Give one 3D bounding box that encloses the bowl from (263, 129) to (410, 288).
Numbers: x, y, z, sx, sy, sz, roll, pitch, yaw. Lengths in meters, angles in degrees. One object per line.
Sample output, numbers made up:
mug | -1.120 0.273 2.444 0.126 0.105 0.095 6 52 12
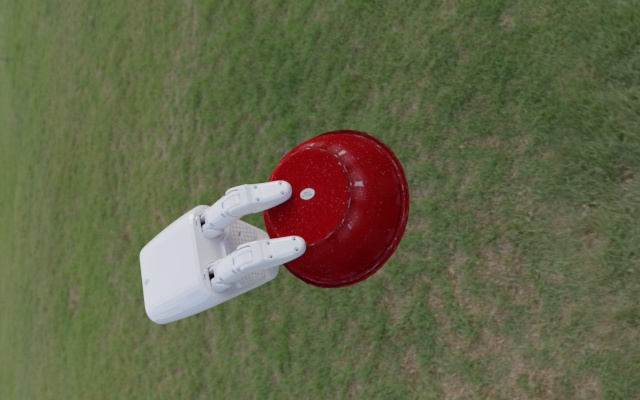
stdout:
bowl | 0.001 0.001 0.457 0.162 0.162 0.055 0 -11 30
